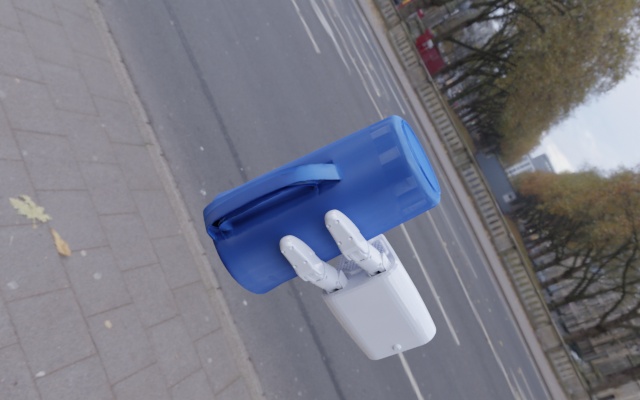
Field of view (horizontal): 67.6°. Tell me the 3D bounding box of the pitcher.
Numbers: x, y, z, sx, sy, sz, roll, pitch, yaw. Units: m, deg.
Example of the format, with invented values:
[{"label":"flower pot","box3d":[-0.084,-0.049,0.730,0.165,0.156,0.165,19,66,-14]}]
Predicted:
[{"label":"pitcher","box3d":[0.000,0.002,0.536,0.243,0.145,0.149,-26,19,19]}]
